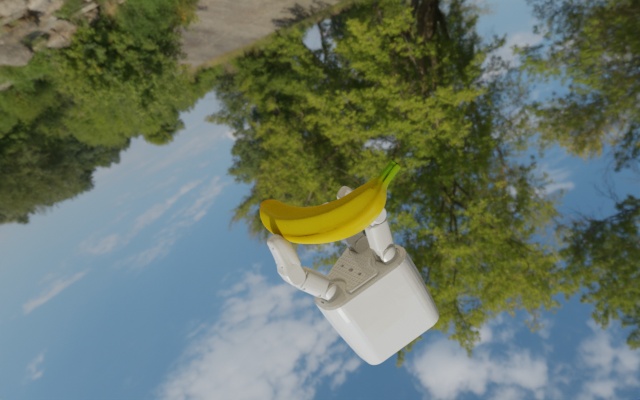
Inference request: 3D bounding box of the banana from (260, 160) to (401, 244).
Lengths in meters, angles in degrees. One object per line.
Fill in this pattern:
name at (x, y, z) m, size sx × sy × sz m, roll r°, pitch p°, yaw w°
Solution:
banana at (-0.005, 0.014, 0.487) m, size 0.198 × 0.069 × 0.037 m, roll -14°, pitch -53°, yaw 42°
